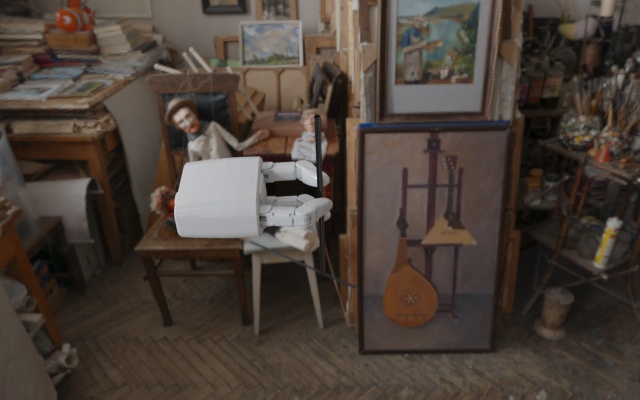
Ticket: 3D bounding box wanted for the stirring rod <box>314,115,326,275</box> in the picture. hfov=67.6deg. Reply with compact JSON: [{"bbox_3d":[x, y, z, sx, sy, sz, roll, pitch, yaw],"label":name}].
[{"bbox_3d":[0.000,0.002,0.638,0.011,0.240,0.011,-2,30,1],"label":"stirring rod"}]
